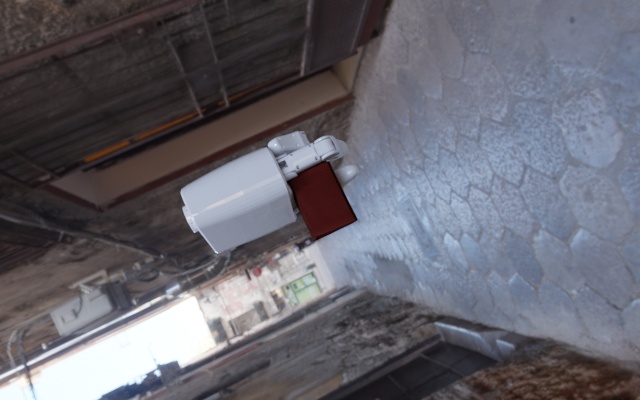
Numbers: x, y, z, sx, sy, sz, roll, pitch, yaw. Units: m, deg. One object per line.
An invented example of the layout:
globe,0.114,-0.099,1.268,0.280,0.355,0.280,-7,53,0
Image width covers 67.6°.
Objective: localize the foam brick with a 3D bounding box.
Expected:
foam brick,0.000,0.002,0.552,0.051,0.078,0.053,-25,-7,-9
